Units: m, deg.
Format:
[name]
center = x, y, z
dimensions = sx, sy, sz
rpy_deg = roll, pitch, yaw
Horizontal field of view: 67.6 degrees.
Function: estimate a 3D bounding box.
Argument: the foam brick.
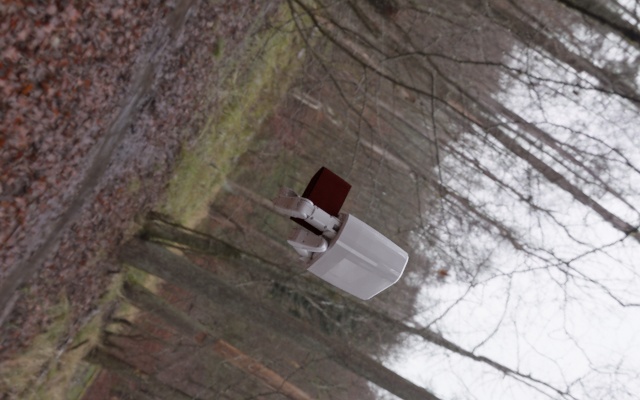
[foam brick]
center = 0.000, 0.002, 0.684
dimensions = 0.051, 0.078, 0.053
rpy_deg = 31, -22, -8
